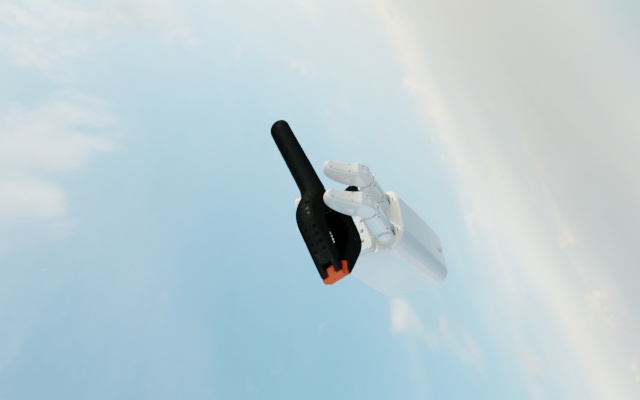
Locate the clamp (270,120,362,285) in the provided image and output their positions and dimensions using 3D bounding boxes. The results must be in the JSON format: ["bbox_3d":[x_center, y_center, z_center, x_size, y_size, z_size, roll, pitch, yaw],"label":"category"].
[{"bbox_3d":[0.000,0.003,0.564,0.036,0.209,0.165,-37,-58,27],"label":"clamp"}]
